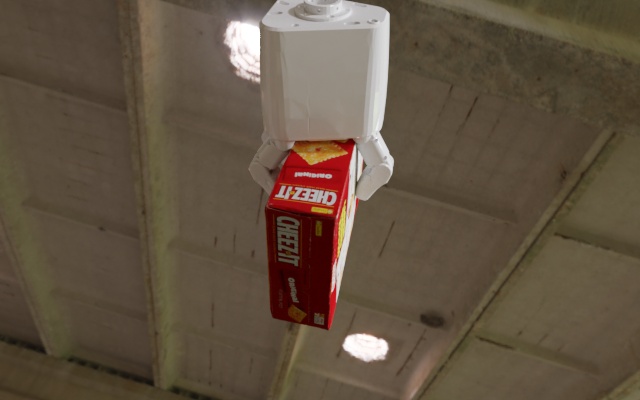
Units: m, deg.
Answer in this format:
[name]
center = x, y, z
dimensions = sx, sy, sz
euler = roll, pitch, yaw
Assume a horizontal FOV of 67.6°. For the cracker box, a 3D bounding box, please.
[cracker box]
center = 0.000, 0.002, 0.522
dimensions = 0.072, 0.164, 0.213
euler = 9, 42, 8
